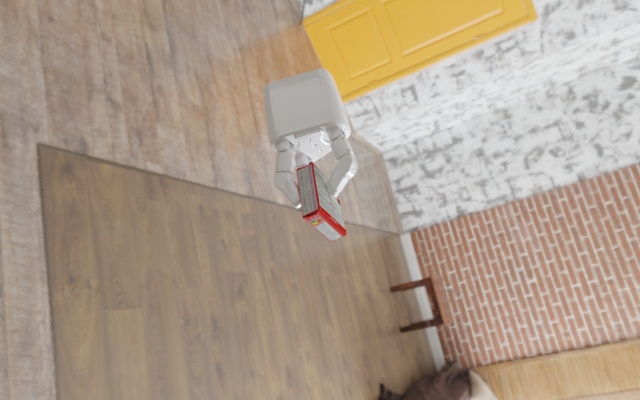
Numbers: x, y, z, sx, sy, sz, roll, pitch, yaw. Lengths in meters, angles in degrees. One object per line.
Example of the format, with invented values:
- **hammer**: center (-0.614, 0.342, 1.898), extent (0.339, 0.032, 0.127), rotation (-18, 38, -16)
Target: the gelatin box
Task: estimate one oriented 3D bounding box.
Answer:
- **gelatin box**: center (0.001, 0.002, 0.656), extent (0.030, 0.089, 0.073), rotation (-26, -42, 18)
